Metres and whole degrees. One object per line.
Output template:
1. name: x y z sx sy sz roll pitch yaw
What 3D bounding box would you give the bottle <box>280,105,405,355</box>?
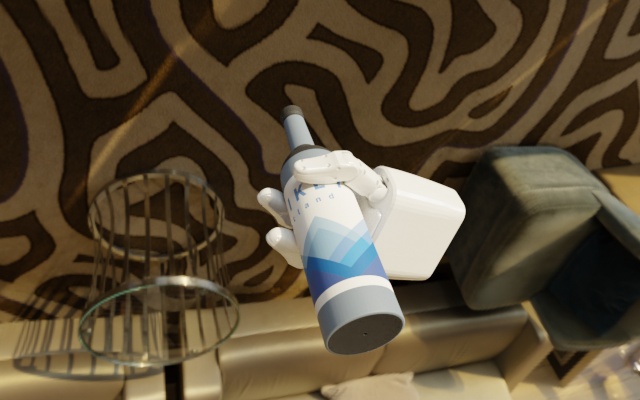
1. bottle: 0.000 0.002 0.473 0.069 0.295 0.069 -10 -42 -9
